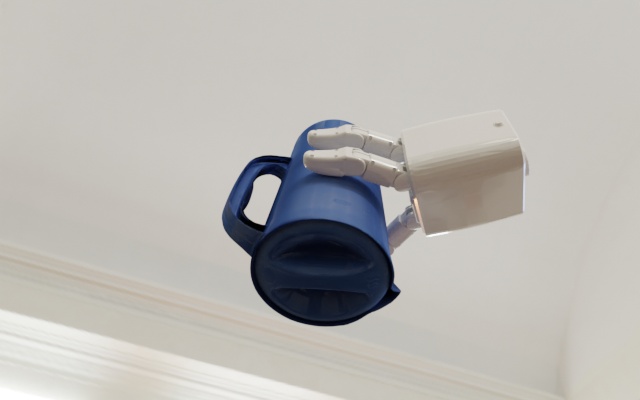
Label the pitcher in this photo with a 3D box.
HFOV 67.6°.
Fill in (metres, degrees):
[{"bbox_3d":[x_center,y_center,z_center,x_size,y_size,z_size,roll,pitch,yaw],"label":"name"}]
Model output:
[{"bbox_3d":[0.000,0.002,0.527,0.145,0.149,0.242,-14,32,14],"label":"pitcher"}]
